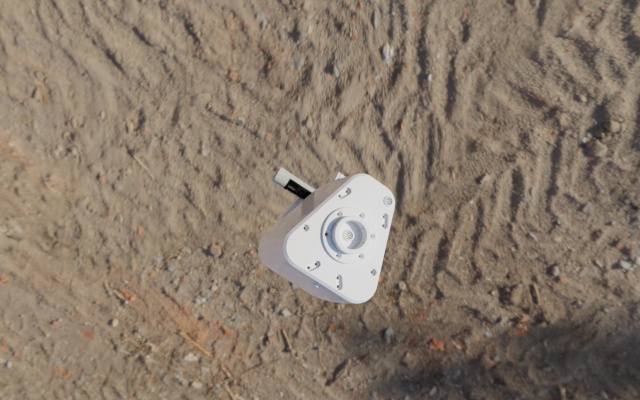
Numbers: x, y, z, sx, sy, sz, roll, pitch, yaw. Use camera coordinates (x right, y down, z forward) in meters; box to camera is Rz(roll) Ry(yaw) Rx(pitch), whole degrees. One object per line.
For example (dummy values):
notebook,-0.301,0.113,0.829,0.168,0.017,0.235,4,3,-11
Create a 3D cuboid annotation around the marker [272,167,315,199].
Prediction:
marker,0.000,0.002,0.547,0.121,0.020,0.020,33,-7,-10
